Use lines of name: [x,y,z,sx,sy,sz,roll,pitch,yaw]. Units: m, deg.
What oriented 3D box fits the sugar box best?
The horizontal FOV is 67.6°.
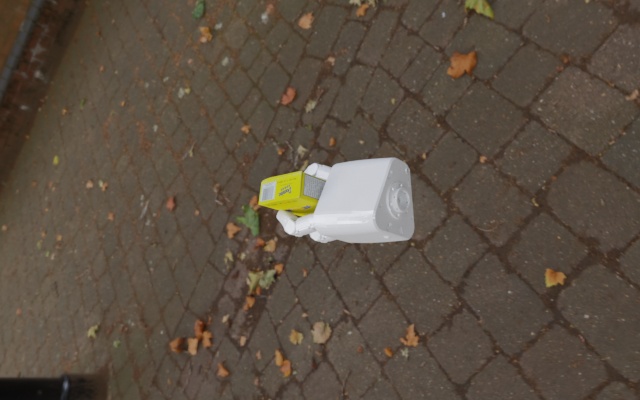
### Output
sugar box: [0.000,0.003,0.749,0.093,0.048,0.176,-9,-21,44]
